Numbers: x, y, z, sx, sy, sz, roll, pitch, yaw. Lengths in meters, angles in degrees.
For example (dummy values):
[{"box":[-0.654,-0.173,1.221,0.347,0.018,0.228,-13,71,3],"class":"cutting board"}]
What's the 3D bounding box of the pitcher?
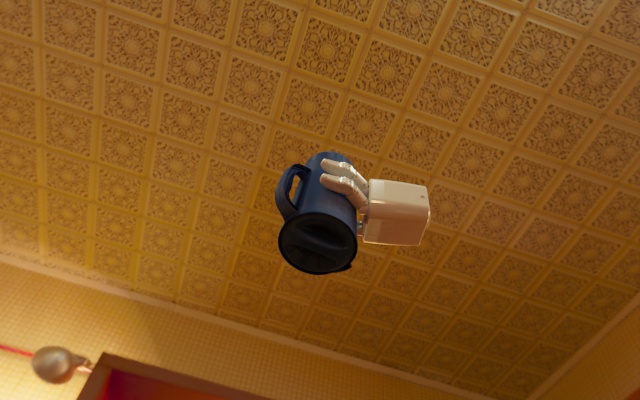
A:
[{"box":[0.000,0.003,0.874,0.145,0.149,0.242,6,35,2],"class":"pitcher"}]
